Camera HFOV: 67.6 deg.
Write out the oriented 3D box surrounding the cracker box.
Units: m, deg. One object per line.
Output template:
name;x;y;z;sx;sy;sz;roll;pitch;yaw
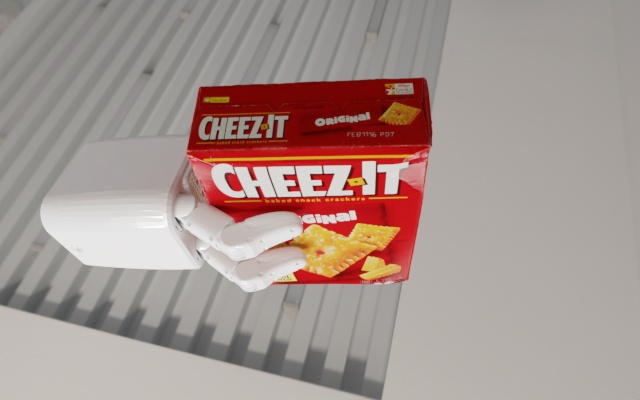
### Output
cracker box;0.000;0.001;0.407;0.164;0.072;0.214;-2;-33;5
